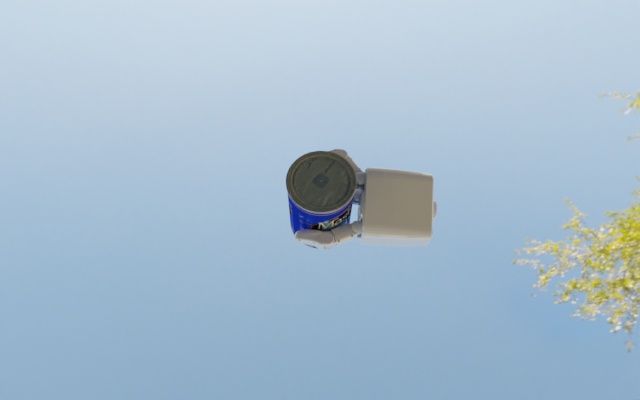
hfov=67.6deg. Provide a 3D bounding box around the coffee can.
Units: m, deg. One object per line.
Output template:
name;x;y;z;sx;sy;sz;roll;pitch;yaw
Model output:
coffee can;0.000;0.002;0.750;0.103;0.102;0.140;0;-27;-1
